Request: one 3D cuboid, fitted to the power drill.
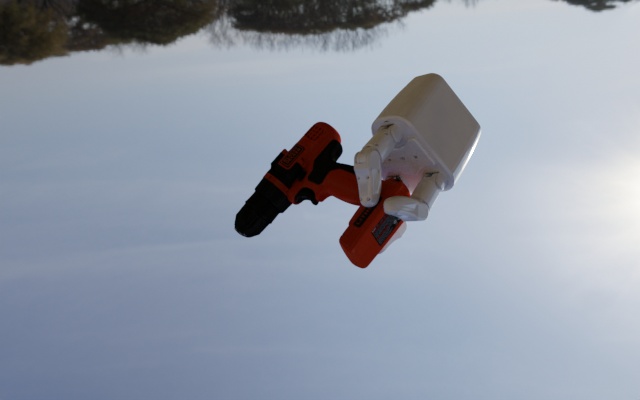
[{"bbox_3d":[0.001,0.002,0.577,0.187,0.184,0.057,34,-10,37],"label":"power drill"}]
